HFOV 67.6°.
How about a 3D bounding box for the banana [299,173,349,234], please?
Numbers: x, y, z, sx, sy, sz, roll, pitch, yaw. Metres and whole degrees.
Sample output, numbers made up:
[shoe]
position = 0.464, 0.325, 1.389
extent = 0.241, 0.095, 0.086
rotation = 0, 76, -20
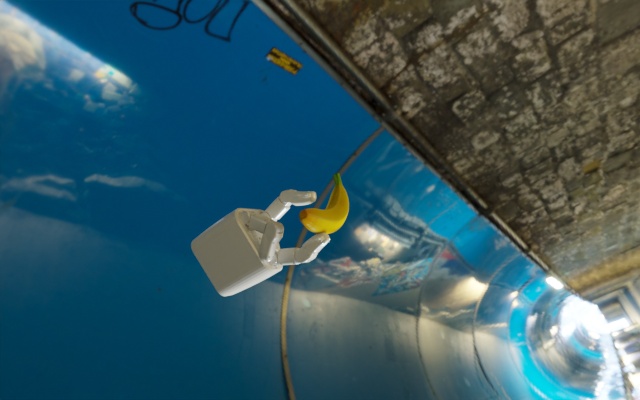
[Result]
[banana]
position = 0.011, 0.017, 0.753
extent = 0.037, 0.069, 0.197
rotation = -30, 9, 22
